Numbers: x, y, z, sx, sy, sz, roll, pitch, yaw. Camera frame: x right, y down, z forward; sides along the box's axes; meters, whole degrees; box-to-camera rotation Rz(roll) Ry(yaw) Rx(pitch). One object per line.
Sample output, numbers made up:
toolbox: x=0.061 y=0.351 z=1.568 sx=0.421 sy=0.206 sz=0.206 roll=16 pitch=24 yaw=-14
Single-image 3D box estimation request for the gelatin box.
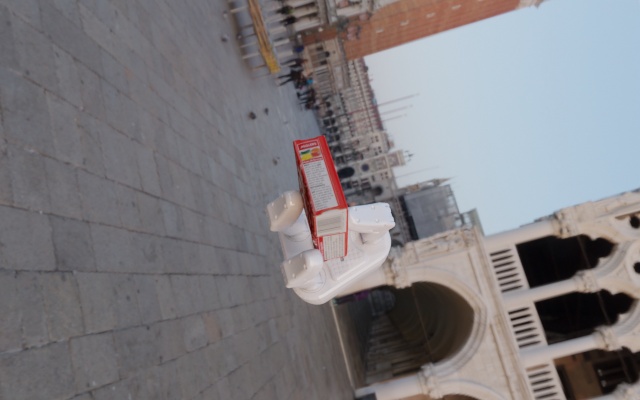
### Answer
gelatin box: x=0.001 y=0.001 z=0.405 sx=0.030 sy=0.073 sz=0.089 roll=-13 pitch=-30 yaw=-5
